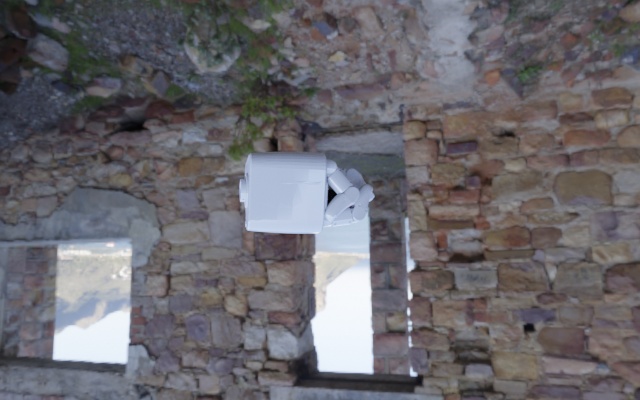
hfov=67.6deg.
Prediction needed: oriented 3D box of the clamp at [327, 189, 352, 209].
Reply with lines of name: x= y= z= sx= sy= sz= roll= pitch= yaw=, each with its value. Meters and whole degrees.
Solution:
clamp: x=0.000 y=0.003 z=0.779 sx=0.120 sy=0.039 sz=0.171 roll=1 pitch=-9 yaw=-13
